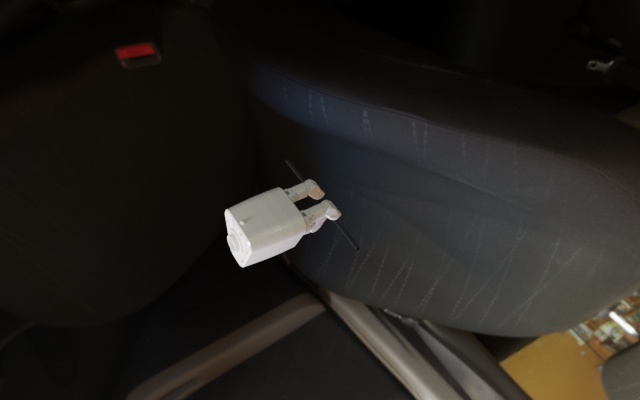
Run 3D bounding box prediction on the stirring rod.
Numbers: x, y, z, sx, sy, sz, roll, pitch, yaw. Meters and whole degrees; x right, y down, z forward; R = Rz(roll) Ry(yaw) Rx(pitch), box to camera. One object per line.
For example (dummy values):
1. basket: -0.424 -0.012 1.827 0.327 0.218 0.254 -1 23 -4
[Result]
1. stirring rod: 0.000 0.003 0.893 0.011 0.011 0.239 0 43 -49
